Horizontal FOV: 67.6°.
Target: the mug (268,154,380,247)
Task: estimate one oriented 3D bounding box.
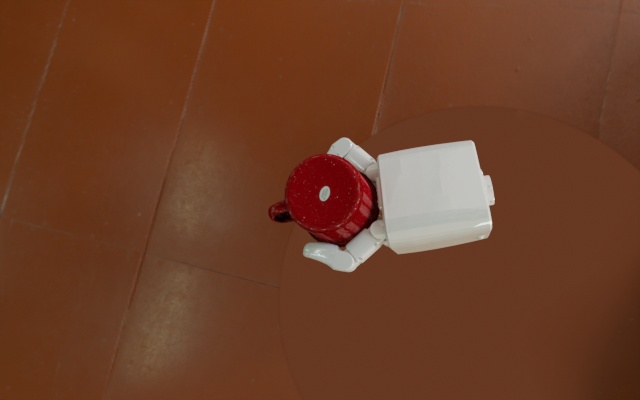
[{"bbox_3d":[-0.001,0.002,0.509,0.117,0.093,0.081,-12,-14,12],"label":"mug"}]
